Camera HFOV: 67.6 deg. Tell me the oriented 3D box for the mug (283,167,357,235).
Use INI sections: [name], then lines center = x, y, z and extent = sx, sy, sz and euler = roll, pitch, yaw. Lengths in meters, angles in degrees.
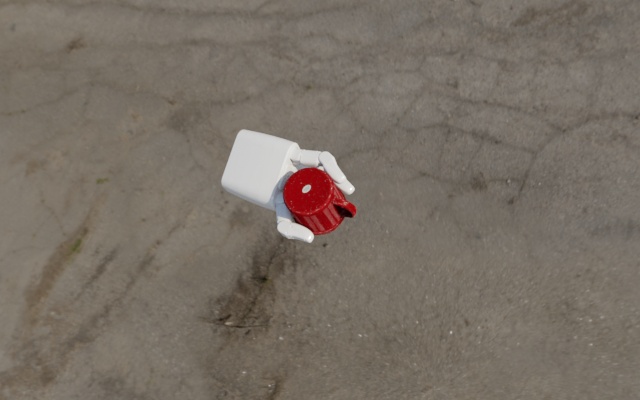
[mug]
center = 0.001, 0.003, 0.752
extent = 0.117, 0.093, 0.081
euler = 17, -16, 21
